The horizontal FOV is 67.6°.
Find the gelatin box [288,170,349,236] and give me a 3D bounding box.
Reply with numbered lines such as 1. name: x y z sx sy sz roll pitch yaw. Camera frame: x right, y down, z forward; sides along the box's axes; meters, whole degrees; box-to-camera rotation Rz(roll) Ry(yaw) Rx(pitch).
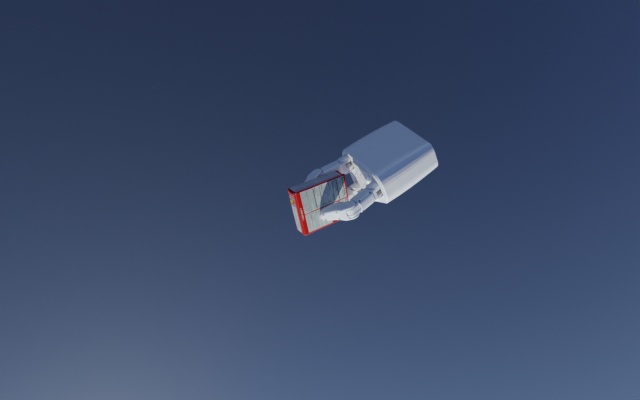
1. gelatin box: 0.000 0.003 0.736 0.089 0.073 0.030 -23 28 -22
